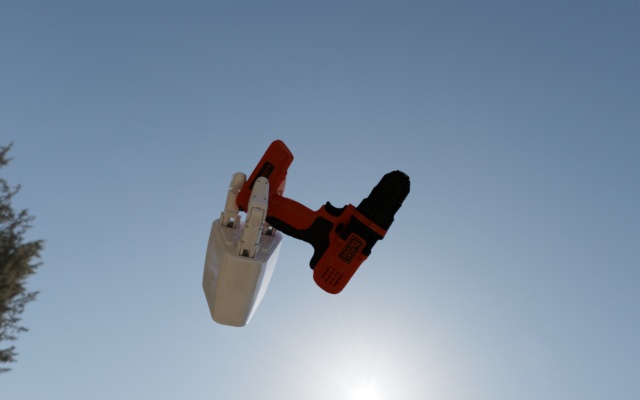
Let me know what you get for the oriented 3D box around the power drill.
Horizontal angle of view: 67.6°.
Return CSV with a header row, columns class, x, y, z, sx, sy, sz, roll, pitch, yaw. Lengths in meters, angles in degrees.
class,x,y,z,sx,sy,sz,roll,pitch,yaw
power drill,0.000,0.002,0.623,0.187,0.184,0.057,35,2,5
